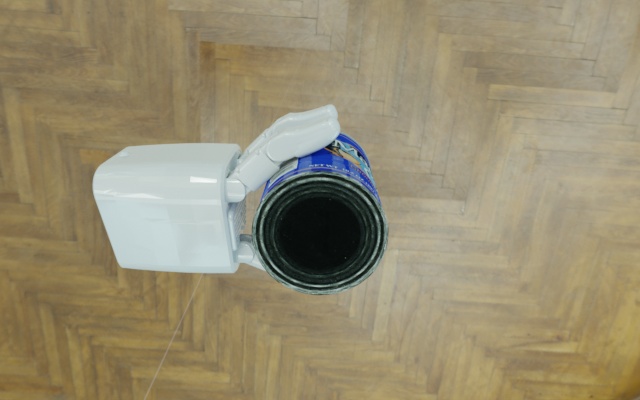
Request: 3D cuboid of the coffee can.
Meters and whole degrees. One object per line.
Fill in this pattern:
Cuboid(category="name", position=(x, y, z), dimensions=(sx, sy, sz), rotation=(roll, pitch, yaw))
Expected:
Cuboid(category="coffee can", position=(0.000, 0.001, 0.419), dimensions=(0.103, 0.103, 0.140), rotation=(0, 21, 0))
